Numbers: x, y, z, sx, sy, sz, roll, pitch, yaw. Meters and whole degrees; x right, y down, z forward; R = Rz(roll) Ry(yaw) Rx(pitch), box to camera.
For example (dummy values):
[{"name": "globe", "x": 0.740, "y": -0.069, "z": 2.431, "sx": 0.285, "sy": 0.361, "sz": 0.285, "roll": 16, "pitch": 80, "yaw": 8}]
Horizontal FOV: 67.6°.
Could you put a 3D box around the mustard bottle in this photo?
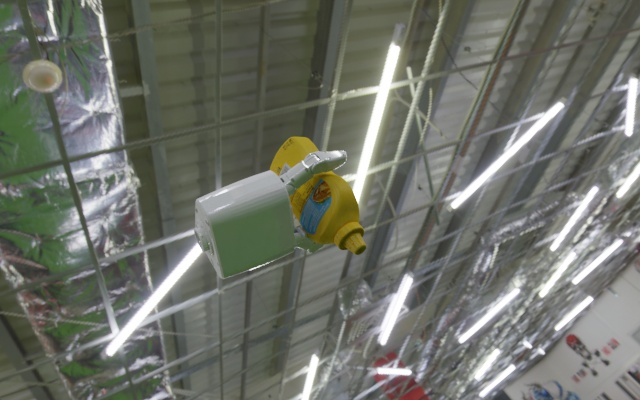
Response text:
[{"name": "mustard bottle", "x": 0.000, "y": 0.002, "z": 0.658, "sx": 0.058, "sy": 0.096, "sz": 0.191, "roll": -2, "pitch": 41, "yaw": -42}]
